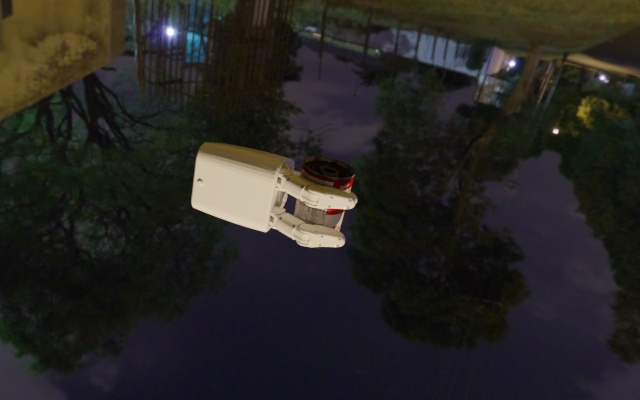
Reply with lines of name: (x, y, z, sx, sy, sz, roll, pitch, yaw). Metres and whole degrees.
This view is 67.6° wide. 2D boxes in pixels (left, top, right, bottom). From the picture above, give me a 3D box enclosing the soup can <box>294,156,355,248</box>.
soup can: (0.001, 0.002, 0.623, 0.068, 0.102, 0.068, 11, 24, -5)
